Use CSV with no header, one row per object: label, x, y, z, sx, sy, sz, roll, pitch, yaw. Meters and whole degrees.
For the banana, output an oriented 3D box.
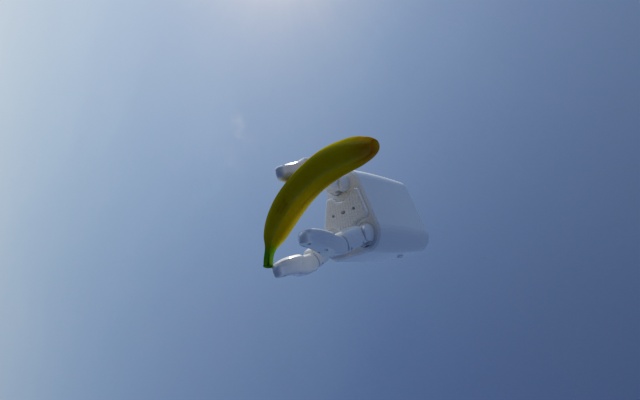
banana,-0.009,-0.010,0.518,0.037,0.069,0.198,10,-49,-42
